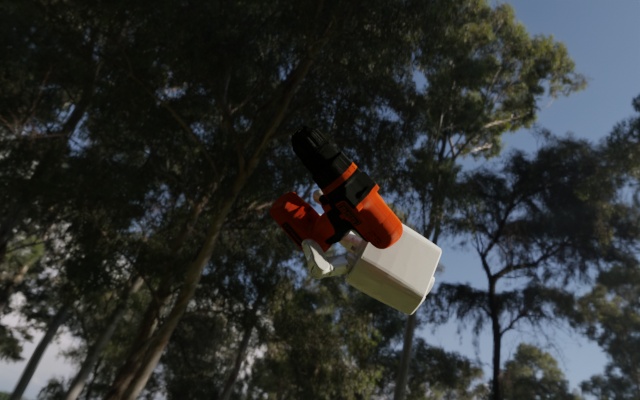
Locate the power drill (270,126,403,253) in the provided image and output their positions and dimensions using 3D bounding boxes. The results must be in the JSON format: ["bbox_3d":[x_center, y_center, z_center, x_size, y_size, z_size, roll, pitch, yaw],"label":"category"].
[{"bbox_3d":[0.000,0.002,0.643,0.057,0.184,0.188,-44,7,-30],"label":"power drill"}]
